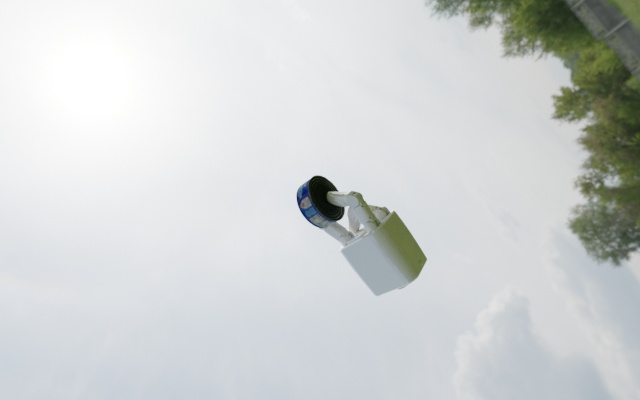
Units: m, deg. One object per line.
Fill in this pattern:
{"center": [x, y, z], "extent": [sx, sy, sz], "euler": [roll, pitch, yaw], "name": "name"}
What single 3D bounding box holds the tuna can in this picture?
{"center": [0.000, 0.003, 0.805], "extent": [0.034, 0.086, 0.086], "euler": [-33, -20, 34], "name": "tuna can"}
